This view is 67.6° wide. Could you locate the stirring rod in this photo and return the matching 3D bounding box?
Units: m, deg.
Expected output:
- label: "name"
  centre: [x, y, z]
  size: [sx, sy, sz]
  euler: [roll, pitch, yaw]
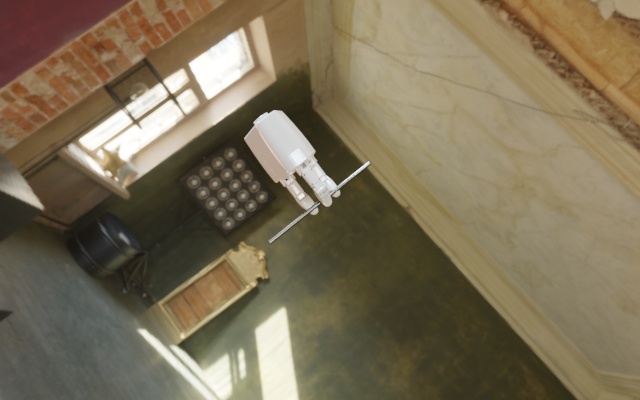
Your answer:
- label: "stirring rod"
  centre: [0.000, 0.003, 0.893]
  size: [0.239, 0.011, 0.011]
  euler: [-39, 6, -8]
